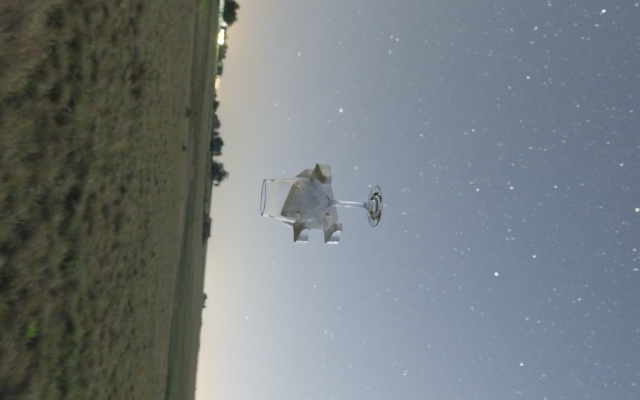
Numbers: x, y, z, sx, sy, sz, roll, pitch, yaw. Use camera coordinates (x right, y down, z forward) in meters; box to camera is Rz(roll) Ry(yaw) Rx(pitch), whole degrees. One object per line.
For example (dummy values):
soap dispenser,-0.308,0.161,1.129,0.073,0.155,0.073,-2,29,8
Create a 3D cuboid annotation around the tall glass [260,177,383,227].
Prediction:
tall glass,0.001,0.003,0.821,0.201,0.079,0.079,4,-1,-14
